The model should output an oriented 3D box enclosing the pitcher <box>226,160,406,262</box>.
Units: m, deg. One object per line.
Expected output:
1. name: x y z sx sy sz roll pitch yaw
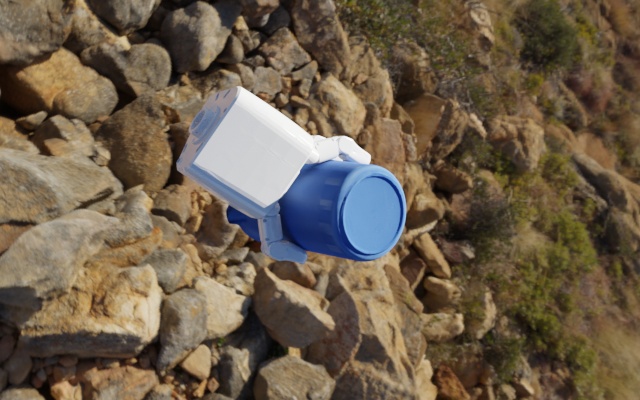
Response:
1. pitcher: 0.000 0.002 0.622 0.145 0.149 0.243 35 -15 -32
